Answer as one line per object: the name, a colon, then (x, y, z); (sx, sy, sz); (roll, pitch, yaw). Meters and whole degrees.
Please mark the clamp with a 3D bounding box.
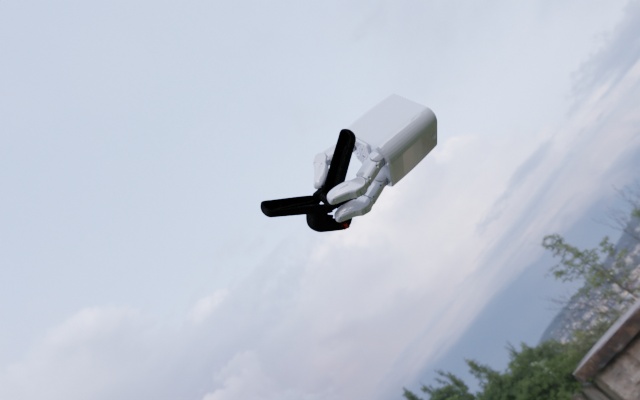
clamp: (0.000, 0.002, 0.721); (0.164, 0.036, 0.210); (-38, -30, -9)
